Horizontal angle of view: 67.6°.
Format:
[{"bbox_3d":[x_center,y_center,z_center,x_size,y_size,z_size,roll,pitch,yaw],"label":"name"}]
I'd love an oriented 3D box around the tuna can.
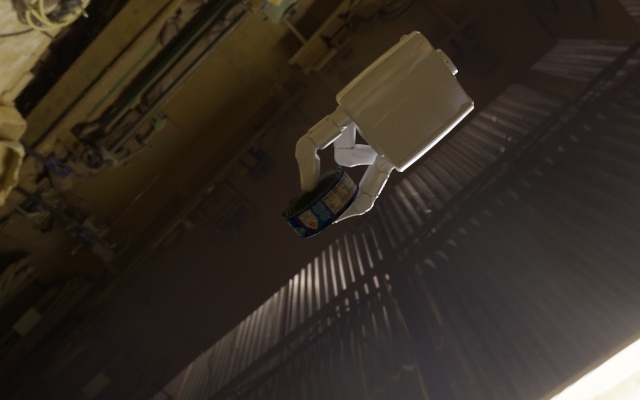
[{"bbox_3d":[0.000,0.002,0.526,0.086,0.034,0.086,-38,13,10],"label":"tuna can"}]
